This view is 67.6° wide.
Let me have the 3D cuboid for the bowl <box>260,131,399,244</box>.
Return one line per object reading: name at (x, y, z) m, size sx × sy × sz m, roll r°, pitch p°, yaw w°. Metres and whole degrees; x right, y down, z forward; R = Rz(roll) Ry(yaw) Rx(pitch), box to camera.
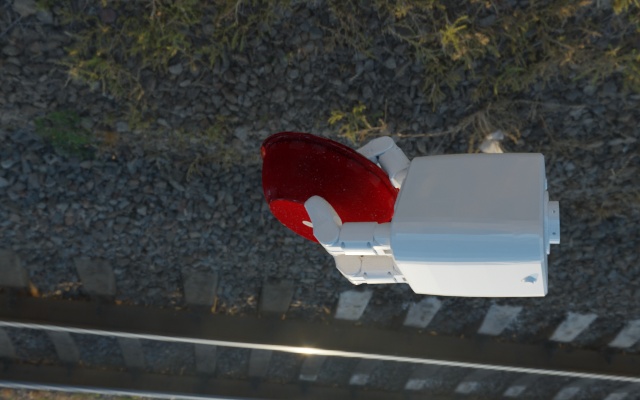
bowl at (-0.001, 0.002, 0.489) m, size 0.162 × 0.055 × 0.162 m, roll 22°, pitch -23°, yaw 10°
